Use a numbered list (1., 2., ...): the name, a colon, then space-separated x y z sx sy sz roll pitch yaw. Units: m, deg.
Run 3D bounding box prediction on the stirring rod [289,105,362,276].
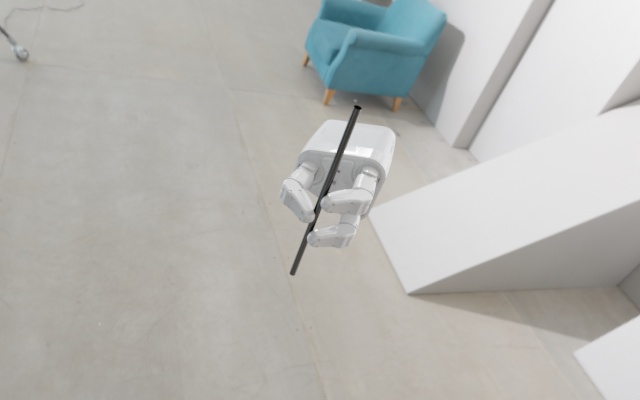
1. stirring rod: 0.000 0.002 0.521 0.011 0.240 0.011 13 38 -11
